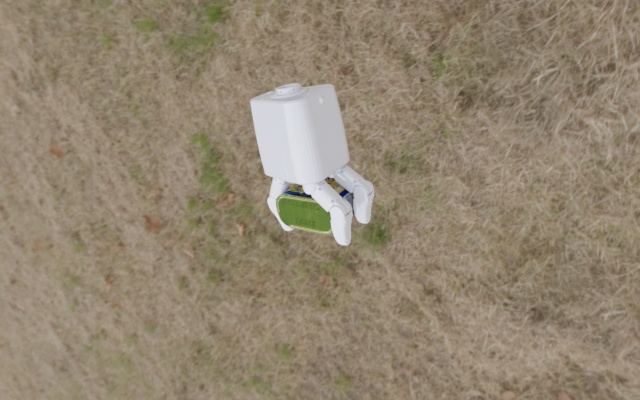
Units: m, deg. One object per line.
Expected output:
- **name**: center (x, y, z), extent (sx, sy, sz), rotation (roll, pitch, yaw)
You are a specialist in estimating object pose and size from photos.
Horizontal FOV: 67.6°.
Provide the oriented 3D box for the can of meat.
- **can of meat**: center (0.000, 0.002, 0.675), extent (0.102, 0.057, 0.084), rotation (8, 29, 33)
